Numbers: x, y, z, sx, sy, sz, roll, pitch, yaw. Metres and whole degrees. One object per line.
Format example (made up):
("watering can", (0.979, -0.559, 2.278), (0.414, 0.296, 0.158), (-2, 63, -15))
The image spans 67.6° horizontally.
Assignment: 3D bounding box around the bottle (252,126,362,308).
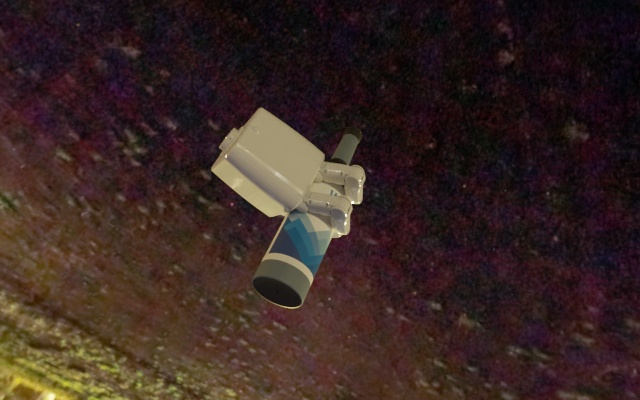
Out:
("bottle", (0.000, 0.002, 0.650), (0.069, 0.295, 0.069), (16, -37, 13))
